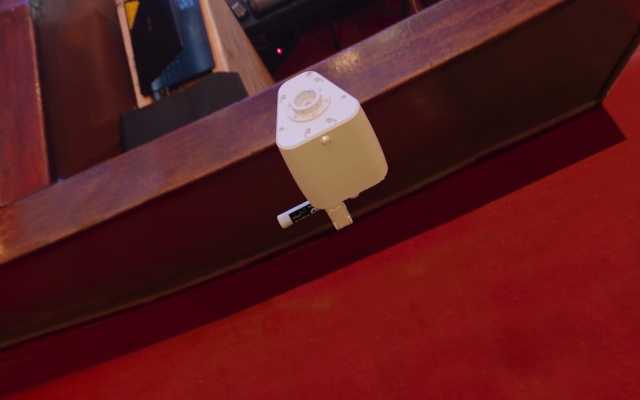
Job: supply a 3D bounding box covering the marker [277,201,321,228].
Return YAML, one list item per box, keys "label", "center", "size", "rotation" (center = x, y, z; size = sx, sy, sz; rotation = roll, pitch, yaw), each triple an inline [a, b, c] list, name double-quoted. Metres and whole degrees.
- label: "marker"
  center: [0.000, 0.002, 0.634]
  size: [0.121, 0.020, 0.020]
  rotation: [-27, -2, 4]
